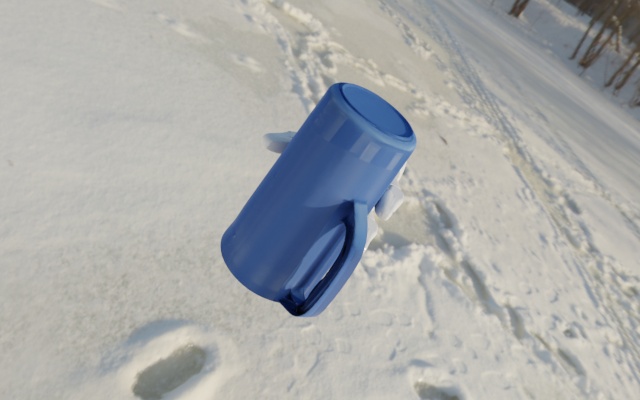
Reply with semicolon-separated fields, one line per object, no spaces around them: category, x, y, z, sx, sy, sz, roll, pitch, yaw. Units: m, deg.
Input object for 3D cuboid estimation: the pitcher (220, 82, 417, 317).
pitcher;0.000;0.002;0.534;0.149;0.243;0.145;37;30;2
